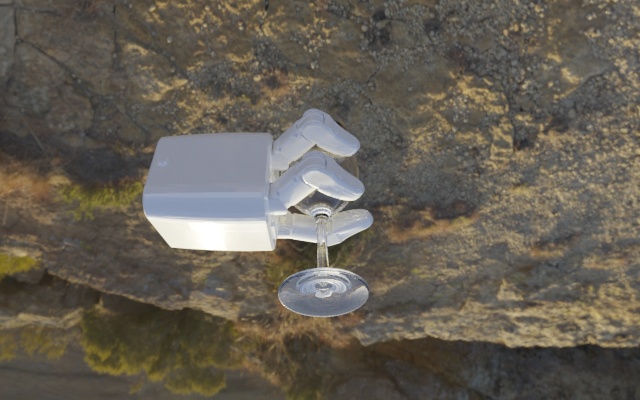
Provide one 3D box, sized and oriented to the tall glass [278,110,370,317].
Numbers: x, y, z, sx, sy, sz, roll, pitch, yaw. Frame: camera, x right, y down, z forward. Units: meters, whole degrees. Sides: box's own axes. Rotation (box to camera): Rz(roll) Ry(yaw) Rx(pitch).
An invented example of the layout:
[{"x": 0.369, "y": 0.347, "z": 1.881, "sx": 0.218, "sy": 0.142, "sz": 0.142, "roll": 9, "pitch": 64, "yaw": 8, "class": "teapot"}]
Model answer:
[{"x": 0.000, "y": 0.002, "z": 0.450, "sx": 0.079, "sy": 0.200, "sz": 0.079, "roll": -1, "pitch": -41, "yaw": -1, "class": "tall glass"}]
